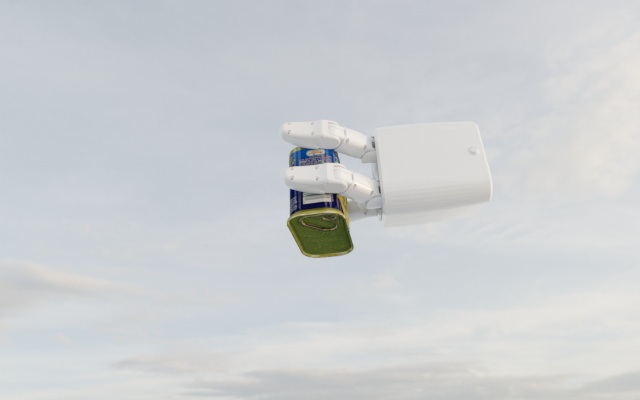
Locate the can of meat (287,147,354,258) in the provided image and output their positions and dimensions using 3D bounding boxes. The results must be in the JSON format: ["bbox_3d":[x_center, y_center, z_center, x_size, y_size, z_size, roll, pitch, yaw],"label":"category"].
[{"bbox_3d":[0.000,0.001,0.503,0.057,0.084,0.102,-7,-30,8],"label":"can of meat"}]
